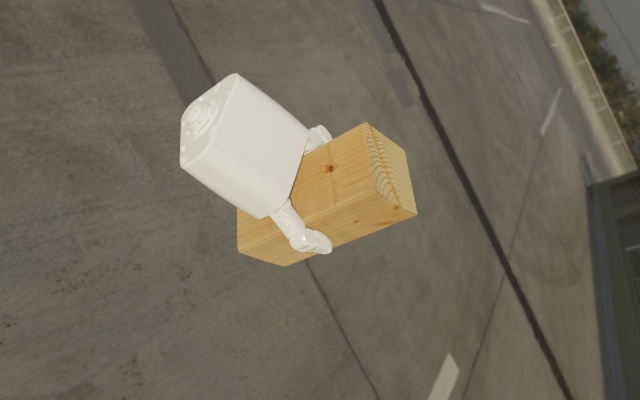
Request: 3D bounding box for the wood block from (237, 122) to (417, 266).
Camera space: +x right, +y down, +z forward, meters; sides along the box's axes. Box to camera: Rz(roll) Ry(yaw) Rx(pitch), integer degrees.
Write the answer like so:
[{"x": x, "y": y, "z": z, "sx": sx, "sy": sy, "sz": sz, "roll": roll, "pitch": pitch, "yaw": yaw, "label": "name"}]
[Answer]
[{"x": 0.000, "y": 0.002, "z": 0.585, "sx": 0.206, "sy": 0.090, "sz": 0.090, "roll": -25, "pitch": -33, "yaw": 32, "label": "wood block"}]
